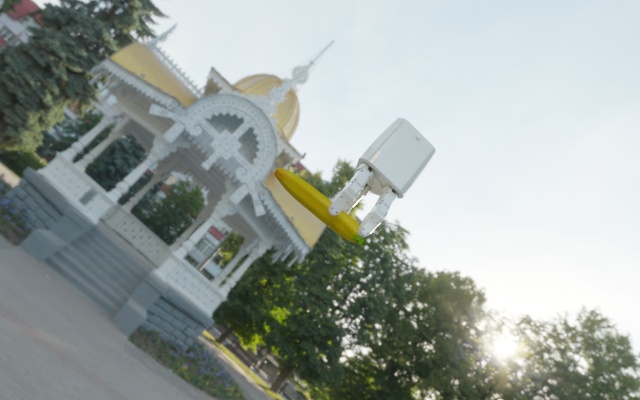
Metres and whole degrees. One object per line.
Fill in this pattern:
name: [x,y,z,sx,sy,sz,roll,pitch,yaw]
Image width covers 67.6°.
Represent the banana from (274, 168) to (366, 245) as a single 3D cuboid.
banana: [0.005,0.011,0.805,0.197,0.037,0.070,38,-12,17]
